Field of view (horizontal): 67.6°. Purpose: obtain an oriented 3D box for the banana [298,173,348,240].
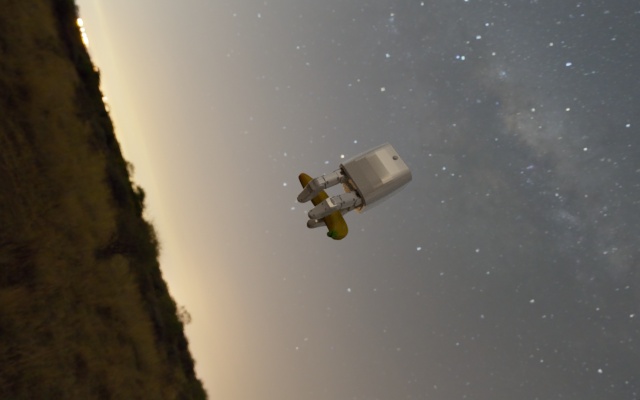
[{"bbox_3d":[0.010,0.016,0.907,0.037,0.070,0.197,-35,40,4],"label":"banana"}]
